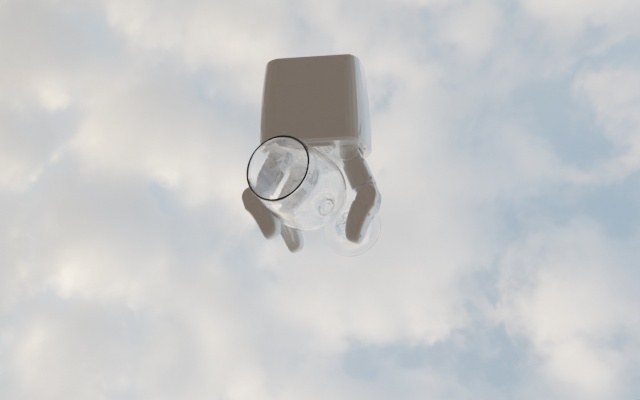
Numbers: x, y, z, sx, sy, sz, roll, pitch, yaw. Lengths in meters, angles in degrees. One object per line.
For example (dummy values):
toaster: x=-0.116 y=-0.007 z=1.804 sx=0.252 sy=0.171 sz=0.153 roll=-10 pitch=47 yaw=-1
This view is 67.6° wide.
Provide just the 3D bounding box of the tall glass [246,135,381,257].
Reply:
tall glass: x=0.000 y=0.002 z=0.499 sx=0.079 sy=0.079 sz=0.201 roll=0 pitch=-18 yaw=23
